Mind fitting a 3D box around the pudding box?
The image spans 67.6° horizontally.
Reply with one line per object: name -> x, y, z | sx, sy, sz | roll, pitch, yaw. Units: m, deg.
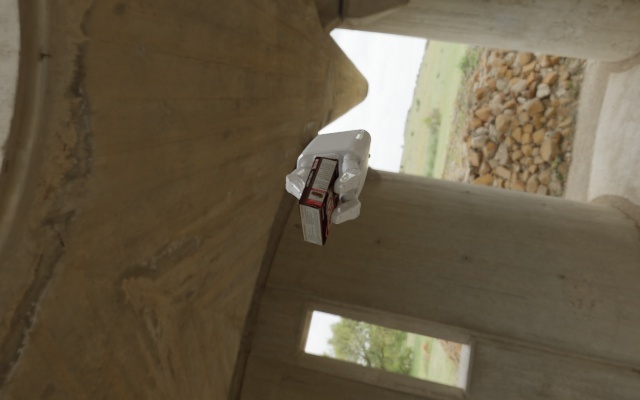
pudding box -> 0.000, 0.002, 0.714 | 0.039, 0.090, 0.114 | 11, -31, 12
